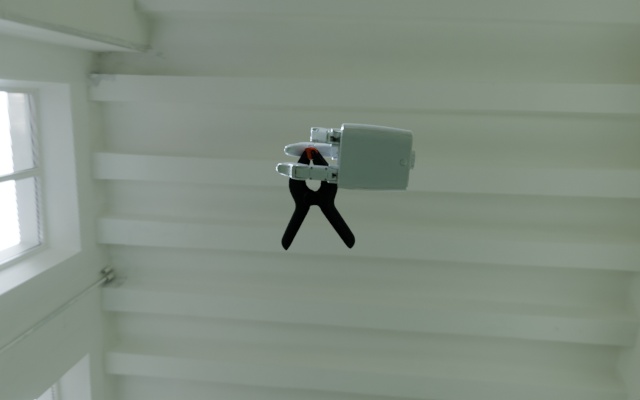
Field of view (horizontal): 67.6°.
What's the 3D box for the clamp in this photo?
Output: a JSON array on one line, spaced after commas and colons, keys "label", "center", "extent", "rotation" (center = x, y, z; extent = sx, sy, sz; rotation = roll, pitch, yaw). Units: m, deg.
[{"label": "clamp", "center": [0.000, 0.002, 0.762], "extent": [0.120, 0.171, 0.039], "rotation": [5, 12, 4]}]
